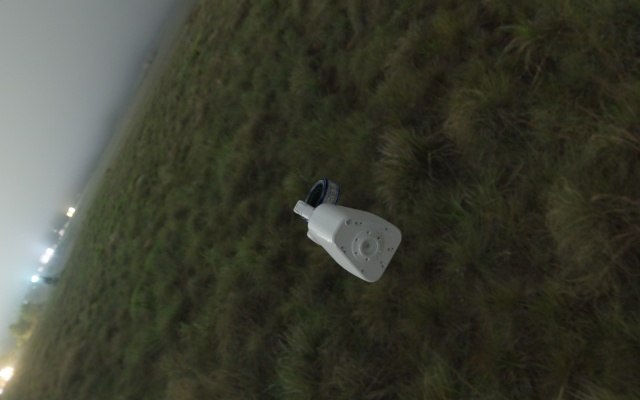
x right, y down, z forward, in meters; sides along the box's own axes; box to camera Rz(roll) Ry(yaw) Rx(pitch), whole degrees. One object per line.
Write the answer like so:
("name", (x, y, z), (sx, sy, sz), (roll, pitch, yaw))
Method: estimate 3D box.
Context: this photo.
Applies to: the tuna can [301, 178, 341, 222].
("tuna can", (0.000, 0.003, 0.859), (0.034, 0.086, 0.086), (27, -9, -18))
